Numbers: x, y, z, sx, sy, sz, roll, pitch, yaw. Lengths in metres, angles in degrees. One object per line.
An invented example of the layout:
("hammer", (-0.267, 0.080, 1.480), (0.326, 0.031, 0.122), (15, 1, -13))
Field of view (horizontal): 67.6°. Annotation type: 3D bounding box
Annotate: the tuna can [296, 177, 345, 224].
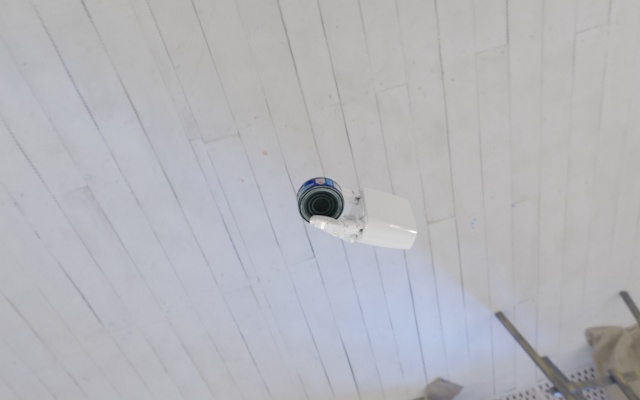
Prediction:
("tuna can", (0.000, 0.003, 0.862), (0.086, 0.086, 0.033), (0, 29, -6))
